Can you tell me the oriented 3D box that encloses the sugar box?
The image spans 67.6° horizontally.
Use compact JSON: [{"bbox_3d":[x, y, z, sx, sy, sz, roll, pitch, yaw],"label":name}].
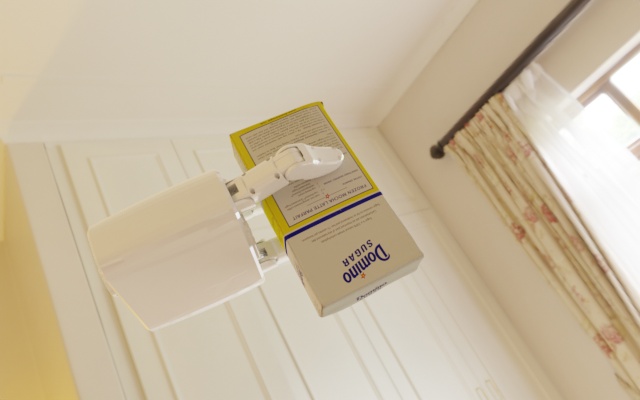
[{"bbox_3d":[0.000,0.002,0.410,0.093,0.176,0.048,-24,-23,-13],"label":"sugar box"}]
